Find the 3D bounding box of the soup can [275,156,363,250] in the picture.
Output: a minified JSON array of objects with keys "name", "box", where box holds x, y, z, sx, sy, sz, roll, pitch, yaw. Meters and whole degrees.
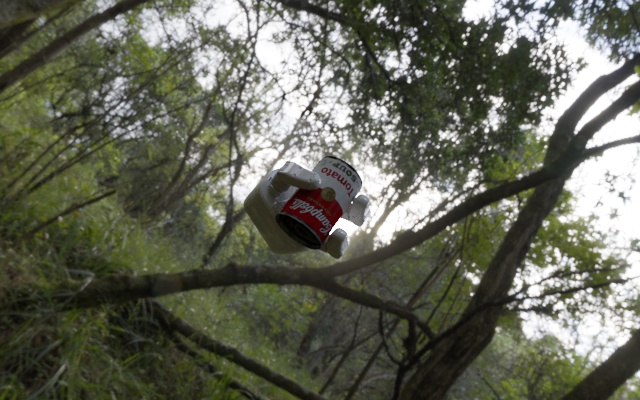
[{"name":"soup can","box":[0.000,0.002,0.603,0.068,0.102,0.068,30,-25,15]}]
